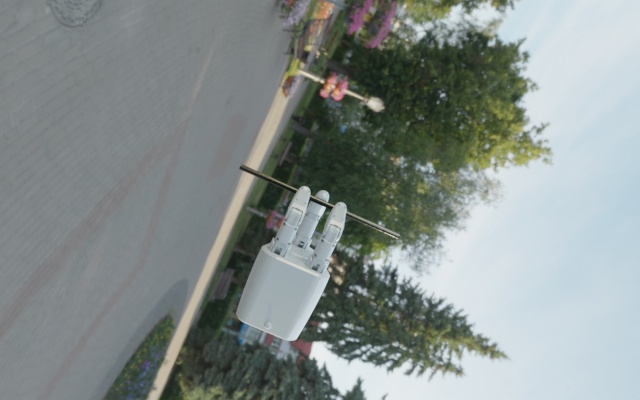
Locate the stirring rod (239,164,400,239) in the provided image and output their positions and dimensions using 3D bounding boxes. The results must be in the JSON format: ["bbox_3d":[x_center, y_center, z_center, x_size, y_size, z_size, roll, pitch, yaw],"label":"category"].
[{"bbox_3d":[0.000,0.002,0.662,0.239,0.011,0.011,24,-2,-4],"label":"stirring rod"}]
